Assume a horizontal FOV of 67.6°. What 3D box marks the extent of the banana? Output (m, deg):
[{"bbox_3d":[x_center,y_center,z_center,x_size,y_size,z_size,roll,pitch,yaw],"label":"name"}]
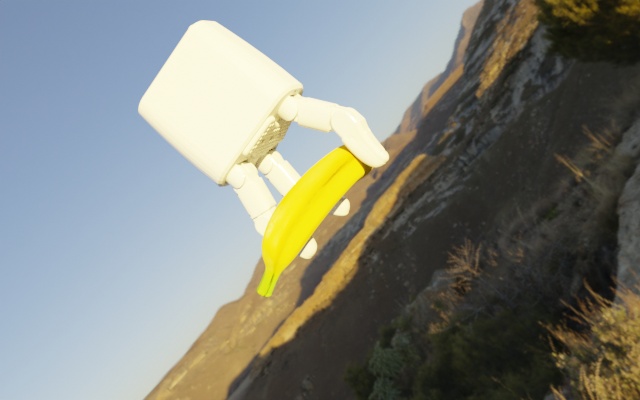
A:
[{"bbox_3d":[0.003,-0.008,0.413,0.037,0.070,0.197,35,51,9],"label":"banana"}]
